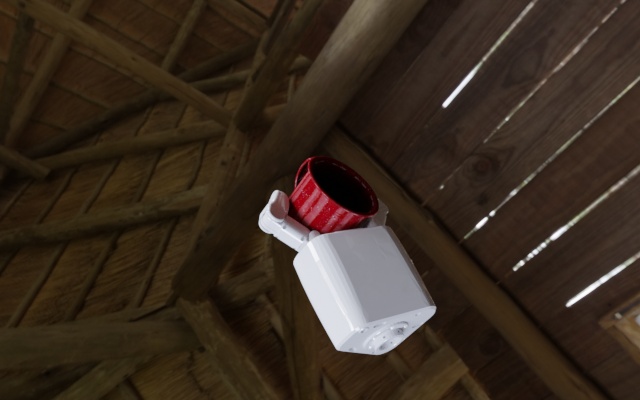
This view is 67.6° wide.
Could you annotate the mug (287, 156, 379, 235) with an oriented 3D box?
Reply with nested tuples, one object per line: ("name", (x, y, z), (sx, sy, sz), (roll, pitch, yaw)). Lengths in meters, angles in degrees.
("mug", (-0.001, 0.001, 0.548), (0.093, 0.117, 0.081), (8, -49, -42))
